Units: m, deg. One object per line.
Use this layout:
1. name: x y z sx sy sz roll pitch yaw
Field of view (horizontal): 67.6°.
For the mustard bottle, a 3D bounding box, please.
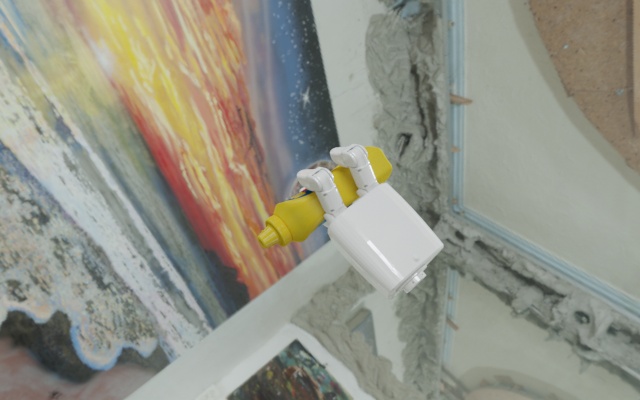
1. mustard bottle: 0.000 0.002 0.623 0.191 0.058 0.096 -36 6 -22
